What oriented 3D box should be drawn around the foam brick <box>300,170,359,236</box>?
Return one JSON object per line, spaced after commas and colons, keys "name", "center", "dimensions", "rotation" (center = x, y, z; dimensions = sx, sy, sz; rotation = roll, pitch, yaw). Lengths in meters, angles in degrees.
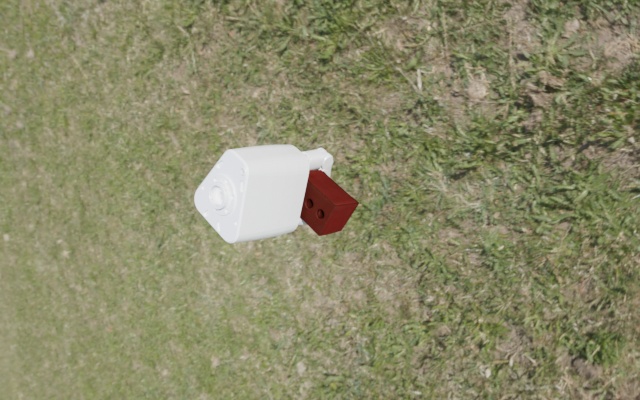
{"name": "foam brick", "center": [0.000, 0.002, 0.644], "dimensions": [0.078, 0.053, 0.051], "rotation": [42, 29, 27]}
